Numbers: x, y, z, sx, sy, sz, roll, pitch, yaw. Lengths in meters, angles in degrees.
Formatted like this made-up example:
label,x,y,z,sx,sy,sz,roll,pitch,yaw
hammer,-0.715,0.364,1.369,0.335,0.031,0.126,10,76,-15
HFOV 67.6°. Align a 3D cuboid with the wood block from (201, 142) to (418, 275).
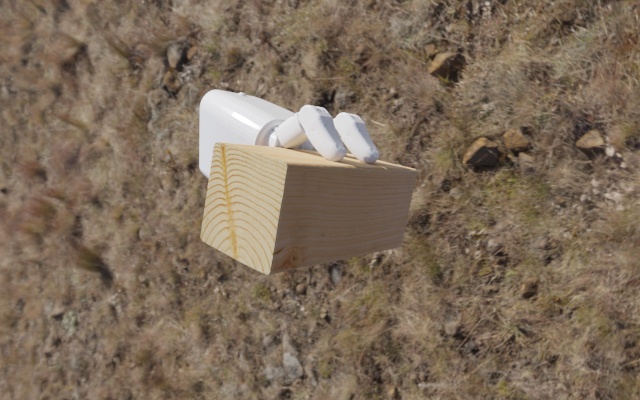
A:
label,x,y,z,sx,sy,sz,roll,pitch,yaw
wood block,0.000,0.002,0.463,0.090,0.091,0.206,19,14,37
